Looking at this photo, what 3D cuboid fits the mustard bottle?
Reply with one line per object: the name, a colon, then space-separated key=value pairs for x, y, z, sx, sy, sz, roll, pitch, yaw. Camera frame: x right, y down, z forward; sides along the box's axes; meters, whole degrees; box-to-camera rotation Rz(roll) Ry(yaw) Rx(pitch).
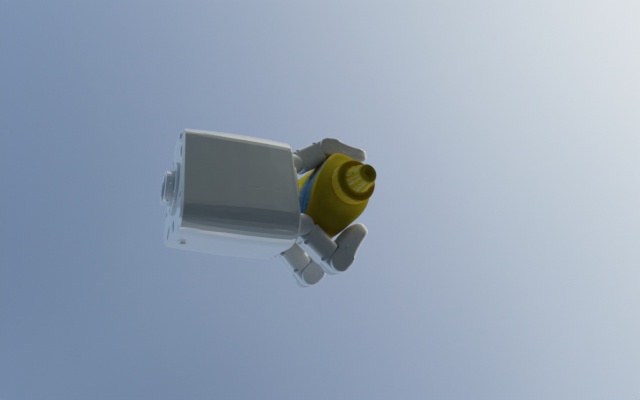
mustard bottle: x=0.000 y=0.002 z=0.503 sx=0.058 sy=0.096 sz=0.192 roll=32 pitch=-28 yaw=-14
